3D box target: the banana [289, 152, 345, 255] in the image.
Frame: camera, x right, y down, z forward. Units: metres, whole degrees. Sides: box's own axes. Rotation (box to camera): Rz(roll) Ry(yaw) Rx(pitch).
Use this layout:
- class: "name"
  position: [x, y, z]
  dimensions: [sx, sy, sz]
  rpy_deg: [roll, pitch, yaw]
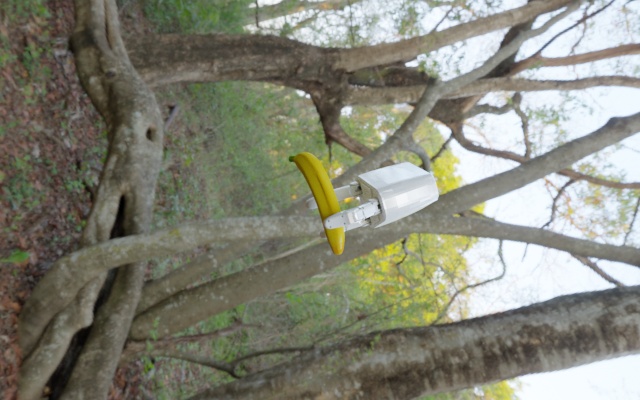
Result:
- class: "banana"
  position: [0.002, -0.007, 0.801]
  dimensions: [0.037, 0.197, 0.070]
  rpy_deg: [-19, -17, -17]
